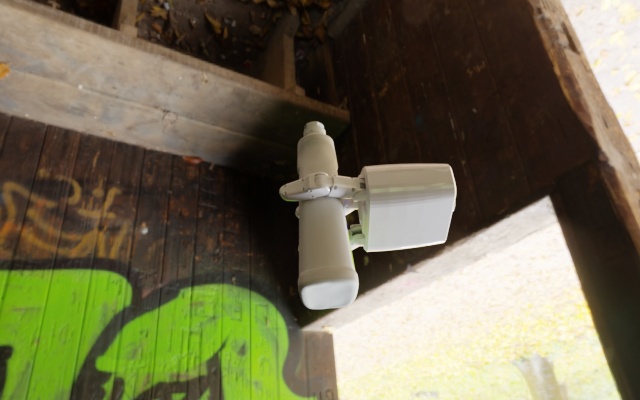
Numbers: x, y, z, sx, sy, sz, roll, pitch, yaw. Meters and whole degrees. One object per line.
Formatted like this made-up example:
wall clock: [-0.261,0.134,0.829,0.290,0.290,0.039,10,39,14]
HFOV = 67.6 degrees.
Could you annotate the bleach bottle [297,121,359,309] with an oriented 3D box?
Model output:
bleach bottle: [0.000,0.002,0.605,0.068,0.250,0.103,-4,-29,-1]
